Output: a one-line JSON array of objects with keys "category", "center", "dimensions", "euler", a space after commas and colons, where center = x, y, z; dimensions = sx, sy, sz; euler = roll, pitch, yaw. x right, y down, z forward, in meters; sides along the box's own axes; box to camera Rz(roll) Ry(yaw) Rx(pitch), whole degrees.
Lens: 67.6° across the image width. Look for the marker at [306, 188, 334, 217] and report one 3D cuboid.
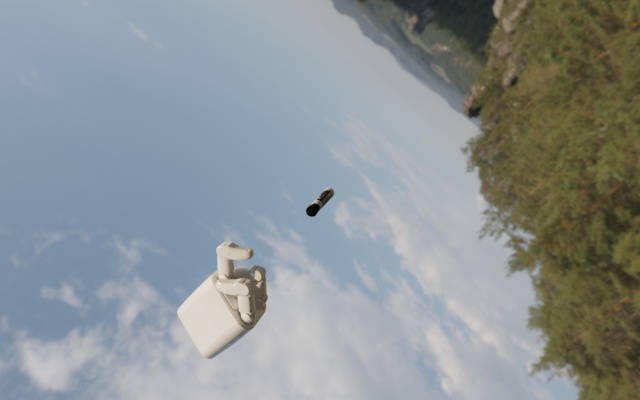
[{"category": "marker", "center": [0.000, 0.003, 0.806], "dimensions": [0.020, 0.020, 0.121], "euler": [0, 16, 16]}]
